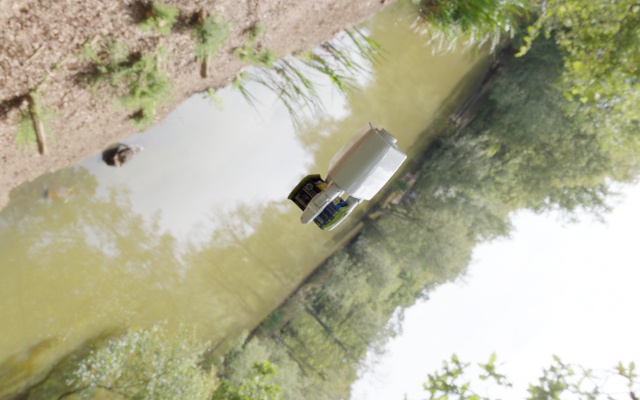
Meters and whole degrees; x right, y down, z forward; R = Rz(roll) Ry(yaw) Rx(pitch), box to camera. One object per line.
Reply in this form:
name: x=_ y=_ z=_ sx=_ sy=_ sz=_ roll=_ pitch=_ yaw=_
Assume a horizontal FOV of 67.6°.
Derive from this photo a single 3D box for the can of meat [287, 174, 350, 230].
can of meat: x=0.000 y=0.003 z=0.834 sx=0.084 sy=0.057 sz=0.102 roll=44 pitch=13 yaw=8
